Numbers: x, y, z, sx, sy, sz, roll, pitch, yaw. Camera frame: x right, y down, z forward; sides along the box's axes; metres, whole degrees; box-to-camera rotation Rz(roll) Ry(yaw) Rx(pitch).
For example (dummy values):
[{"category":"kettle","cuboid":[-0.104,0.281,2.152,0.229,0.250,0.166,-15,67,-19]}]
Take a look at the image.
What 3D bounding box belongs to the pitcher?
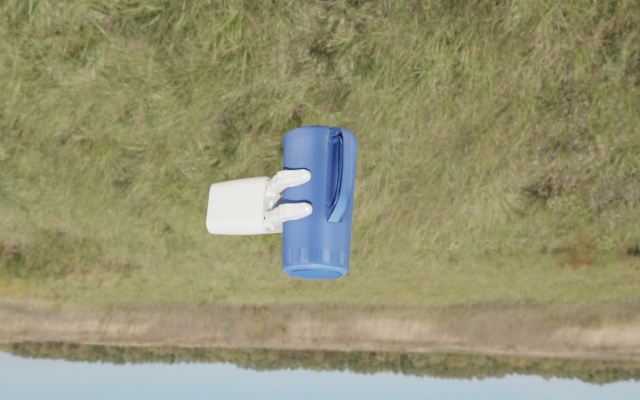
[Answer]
[{"category":"pitcher","cuboid":[0.000,0.003,0.799,0.145,0.242,0.149,-4,-19,17]}]
